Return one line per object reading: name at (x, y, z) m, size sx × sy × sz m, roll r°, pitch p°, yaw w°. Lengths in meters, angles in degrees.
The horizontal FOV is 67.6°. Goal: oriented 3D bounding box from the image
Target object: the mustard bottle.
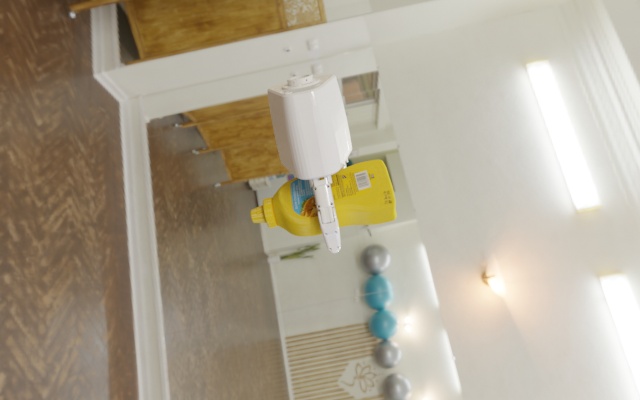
mustard bottle at (0.000, 0.002, 0.645) m, size 0.191 × 0.096 × 0.058 m, roll -11°, pitch -43°, yaw 2°
